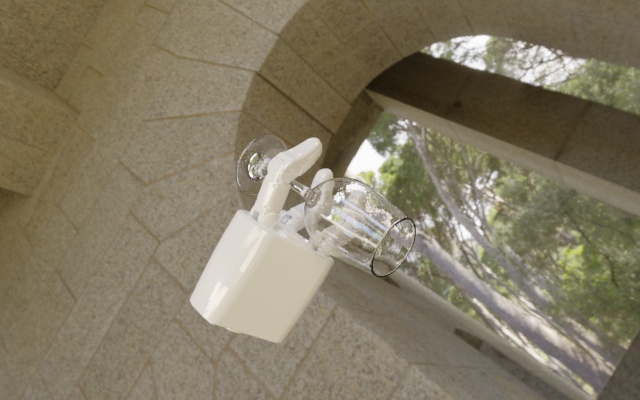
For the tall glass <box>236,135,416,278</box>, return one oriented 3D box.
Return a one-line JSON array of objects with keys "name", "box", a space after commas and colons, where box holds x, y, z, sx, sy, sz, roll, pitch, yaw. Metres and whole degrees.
[{"name": "tall glass", "box": [0.000, 0.001, 0.490, 0.201, 0.079, 0.079, 32, 20, 37]}]
